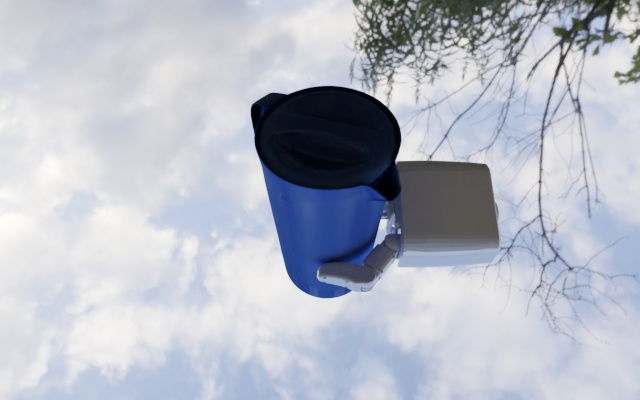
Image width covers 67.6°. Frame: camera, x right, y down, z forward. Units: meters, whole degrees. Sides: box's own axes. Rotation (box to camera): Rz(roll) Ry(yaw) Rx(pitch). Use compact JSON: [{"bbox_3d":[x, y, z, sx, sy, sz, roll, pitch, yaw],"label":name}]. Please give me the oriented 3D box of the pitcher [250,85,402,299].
[{"bbox_3d":[0.000,0.002,0.526,0.145,0.149,0.243,-1,-37,-1],"label":"pitcher"}]
